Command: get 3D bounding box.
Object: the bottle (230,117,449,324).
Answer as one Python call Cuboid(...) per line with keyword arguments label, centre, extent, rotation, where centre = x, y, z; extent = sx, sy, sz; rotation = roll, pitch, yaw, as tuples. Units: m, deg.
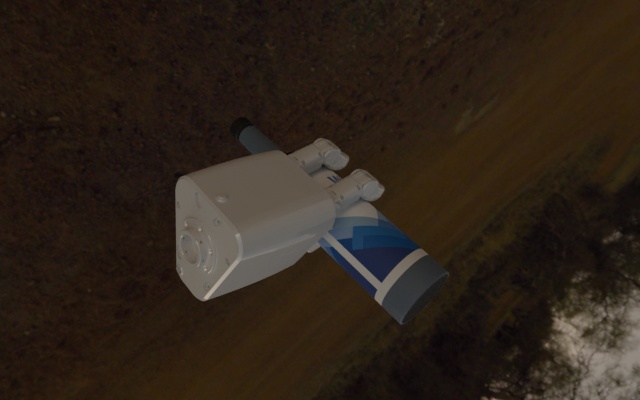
Cuboid(label="bottle", centre=(0.000, 0.002, 0.508), extent=(0.295, 0.069, 0.069), rotation=(43, 21, 25))
